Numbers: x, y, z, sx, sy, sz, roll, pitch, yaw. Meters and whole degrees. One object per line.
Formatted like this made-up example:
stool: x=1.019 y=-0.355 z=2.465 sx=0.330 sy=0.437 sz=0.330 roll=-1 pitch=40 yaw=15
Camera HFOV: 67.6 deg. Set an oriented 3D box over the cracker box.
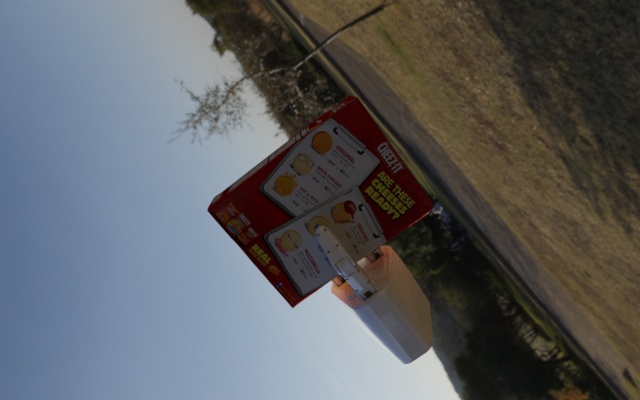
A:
cracker box: x=0.000 y=0.002 z=0.581 sx=0.214 sy=0.164 sz=0.072 roll=-37 pitch=16 yaw=6
